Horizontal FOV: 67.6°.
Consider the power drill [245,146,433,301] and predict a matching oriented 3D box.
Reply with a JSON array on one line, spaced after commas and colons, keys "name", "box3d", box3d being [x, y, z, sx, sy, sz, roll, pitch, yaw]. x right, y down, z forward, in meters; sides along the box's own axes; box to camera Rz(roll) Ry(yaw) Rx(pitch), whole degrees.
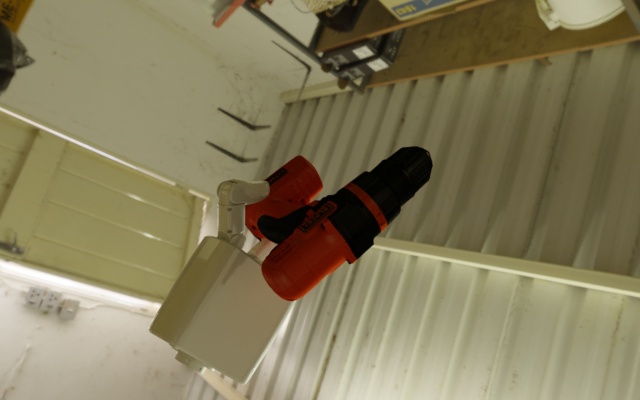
[{"name": "power drill", "box3d": [0.000, 0.002, 0.479, 0.184, 0.057, 0.187, -39, 22, -12]}]
